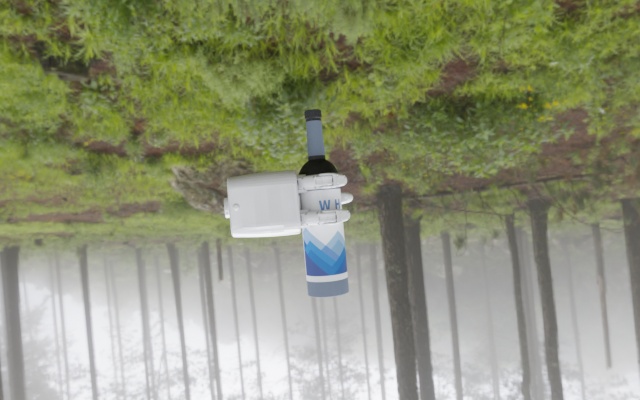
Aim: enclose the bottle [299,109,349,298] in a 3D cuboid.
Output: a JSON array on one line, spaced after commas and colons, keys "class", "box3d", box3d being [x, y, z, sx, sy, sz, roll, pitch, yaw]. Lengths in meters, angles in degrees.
[{"class": "bottle", "box3d": [0.000, 0.003, 0.767, 0.069, 0.295, 0.069, -5, 0, 0]}]
